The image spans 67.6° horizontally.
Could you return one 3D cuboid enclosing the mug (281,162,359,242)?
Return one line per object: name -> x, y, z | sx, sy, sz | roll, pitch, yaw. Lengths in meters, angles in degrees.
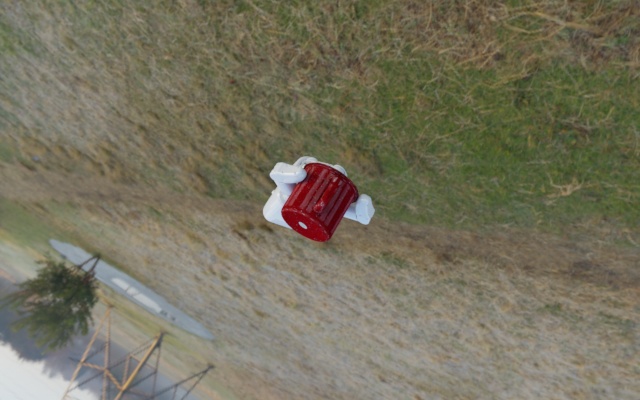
mug -> 0.001, 0.002, 0.675 | 0.093, 0.081, 0.117 | 35, -25, -7
